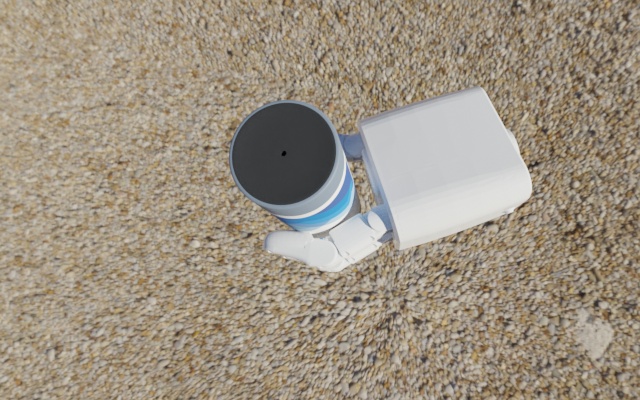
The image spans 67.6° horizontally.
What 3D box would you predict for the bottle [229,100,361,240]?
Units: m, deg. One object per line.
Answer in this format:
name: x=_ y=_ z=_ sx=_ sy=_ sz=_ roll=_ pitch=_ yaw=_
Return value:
bottle: x=0.000 y=0.001 z=0.418 sx=0.069 sy=0.069 sz=0.296 roll=0 pitch=-11 yaw=9
